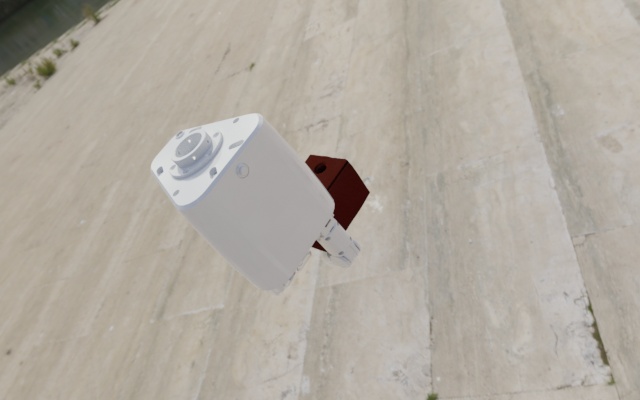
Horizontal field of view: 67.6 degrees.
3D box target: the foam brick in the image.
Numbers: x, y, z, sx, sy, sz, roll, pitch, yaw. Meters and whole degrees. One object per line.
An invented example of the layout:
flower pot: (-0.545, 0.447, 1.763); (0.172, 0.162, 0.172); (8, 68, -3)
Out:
foam brick: (0.000, 0.001, 0.460); (0.053, 0.078, 0.051); (13, -29, 45)
